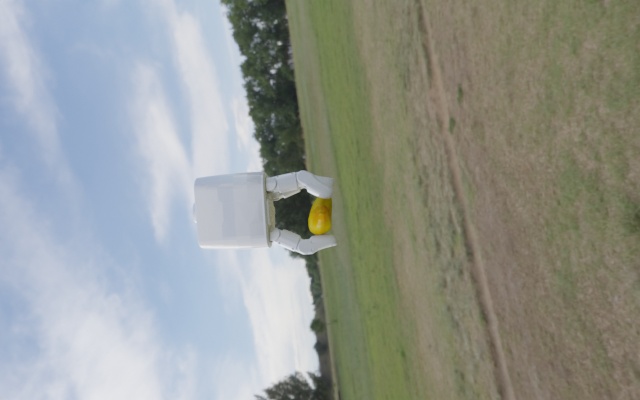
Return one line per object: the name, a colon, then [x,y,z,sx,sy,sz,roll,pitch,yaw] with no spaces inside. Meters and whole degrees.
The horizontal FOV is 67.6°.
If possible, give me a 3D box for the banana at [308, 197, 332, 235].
banana: [0.000,0.020,0.754,0.037,0.070,0.197,2,13,1]
